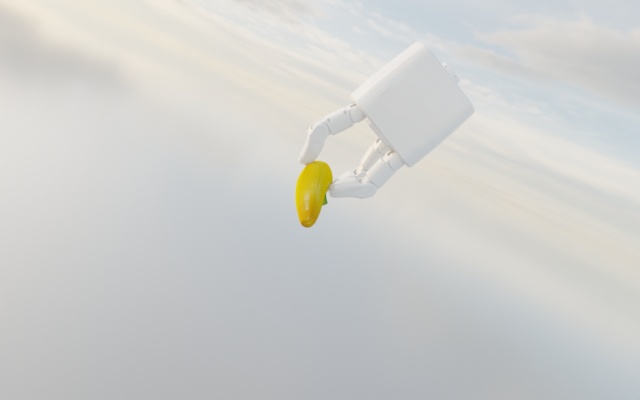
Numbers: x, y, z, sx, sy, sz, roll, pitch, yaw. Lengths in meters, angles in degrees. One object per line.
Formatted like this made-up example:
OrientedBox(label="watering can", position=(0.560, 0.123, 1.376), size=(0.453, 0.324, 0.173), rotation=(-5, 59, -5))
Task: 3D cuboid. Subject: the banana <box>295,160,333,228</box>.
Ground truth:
OrientedBox(label="banana", position=(-0.004, -0.016, 0.612), size=(0.037, 0.069, 0.198), rotation=(-14, 5, 9))
